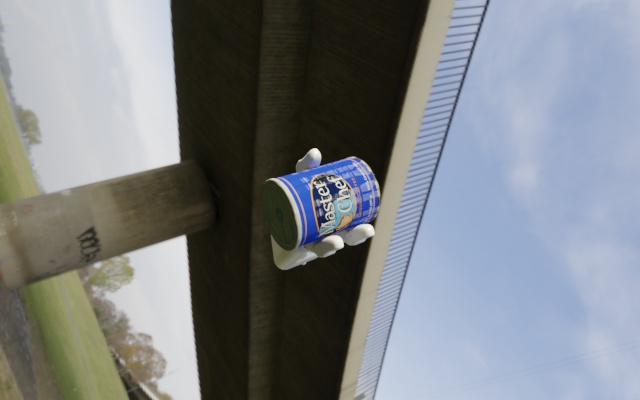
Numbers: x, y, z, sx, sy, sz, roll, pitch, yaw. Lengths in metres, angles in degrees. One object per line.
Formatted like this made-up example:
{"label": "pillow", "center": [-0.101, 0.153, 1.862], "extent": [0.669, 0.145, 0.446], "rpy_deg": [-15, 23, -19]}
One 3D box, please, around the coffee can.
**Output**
{"label": "coffee can", "center": [0.000, 0.002, 0.687], "extent": [0.140, 0.103, 0.103], "rpy_deg": [-18, 9, -29]}
